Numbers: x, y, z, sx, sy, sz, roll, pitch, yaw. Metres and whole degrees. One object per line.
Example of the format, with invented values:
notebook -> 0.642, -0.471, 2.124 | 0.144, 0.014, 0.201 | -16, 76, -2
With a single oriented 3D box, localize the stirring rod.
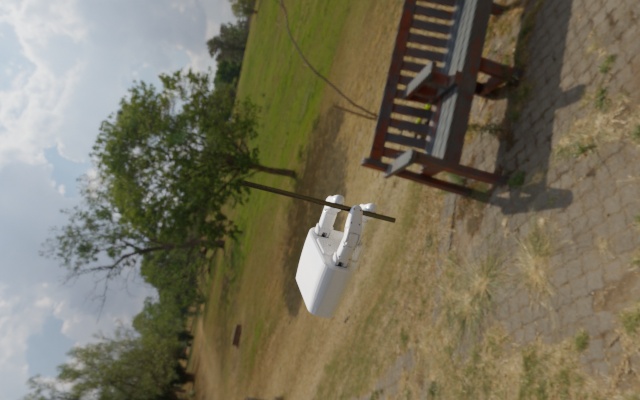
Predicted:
stirring rod -> 0.000, 0.002, 0.722 | 0.239, 0.011, 0.011 | 14, -2, -9
